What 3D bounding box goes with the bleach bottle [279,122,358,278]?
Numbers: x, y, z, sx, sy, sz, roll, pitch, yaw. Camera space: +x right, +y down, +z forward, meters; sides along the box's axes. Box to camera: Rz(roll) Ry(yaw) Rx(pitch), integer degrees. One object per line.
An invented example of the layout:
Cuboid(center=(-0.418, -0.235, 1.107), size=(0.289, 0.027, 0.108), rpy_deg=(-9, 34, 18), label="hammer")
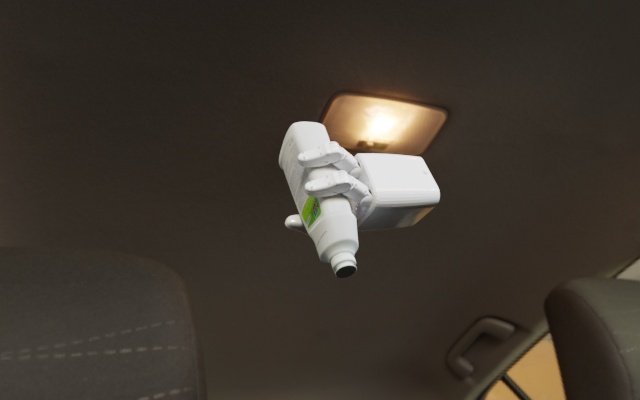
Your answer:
Cuboid(center=(0.000, 0.002, 0.683), size=(0.068, 0.250, 0.103), rpy_deg=(-1, -42, -20), label="bleach bottle")
